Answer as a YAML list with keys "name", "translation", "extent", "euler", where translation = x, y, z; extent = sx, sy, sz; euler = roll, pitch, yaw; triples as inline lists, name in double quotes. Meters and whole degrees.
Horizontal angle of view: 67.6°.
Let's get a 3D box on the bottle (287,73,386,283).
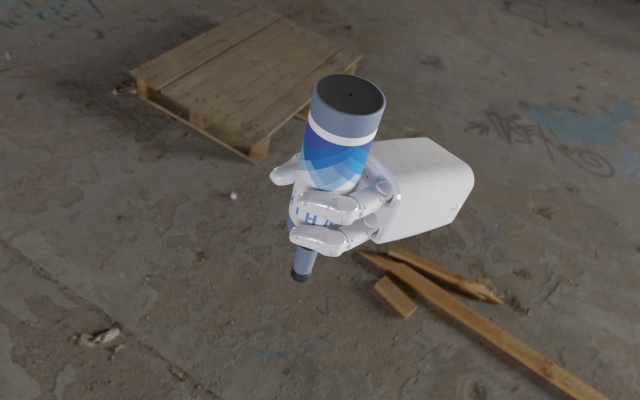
- name: "bottle"
  translation: [0.000, 0.002, 0.538]
  extent: [0.069, 0.069, 0.296]
  euler: [0, -42, -14]
